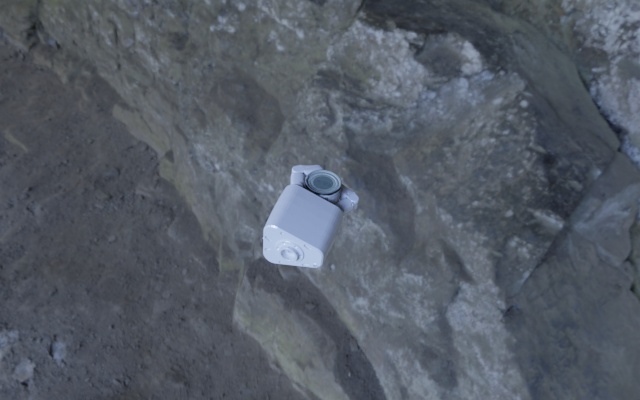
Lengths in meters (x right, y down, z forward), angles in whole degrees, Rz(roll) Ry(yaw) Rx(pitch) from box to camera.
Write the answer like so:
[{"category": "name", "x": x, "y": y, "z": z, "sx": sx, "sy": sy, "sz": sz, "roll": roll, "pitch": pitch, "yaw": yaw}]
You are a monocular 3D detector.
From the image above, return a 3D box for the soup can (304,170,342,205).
[{"category": "soup can", "x": 0.000, "y": 0.002, "z": 0.876, "sx": 0.068, "sy": 0.102, "sz": 0.068, "roll": 4, "pitch": 43, "yaw": -4}]
